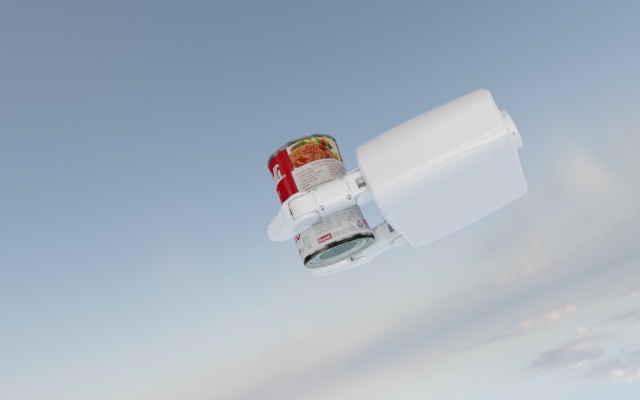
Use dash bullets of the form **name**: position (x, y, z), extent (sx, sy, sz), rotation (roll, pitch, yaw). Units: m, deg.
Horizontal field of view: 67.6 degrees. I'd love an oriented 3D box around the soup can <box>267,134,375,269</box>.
- **soup can**: position (0.000, 0.002, 0.427), extent (0.068, 0.102, 0.068), rotation (-19, -19, -7)
